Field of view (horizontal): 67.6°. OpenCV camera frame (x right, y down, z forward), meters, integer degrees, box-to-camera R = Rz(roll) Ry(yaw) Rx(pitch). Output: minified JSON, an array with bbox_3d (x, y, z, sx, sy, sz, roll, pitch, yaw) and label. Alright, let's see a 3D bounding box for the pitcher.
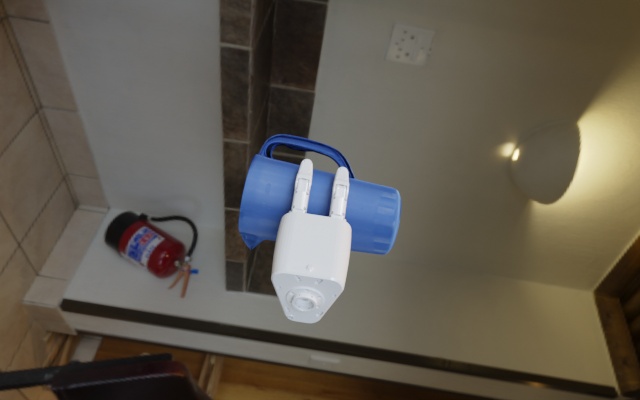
[{"bbox_3d":[0.000,0.003,0.757,0.243,0.149,0.145,10,42,-1],"label":"pitcher"}]
